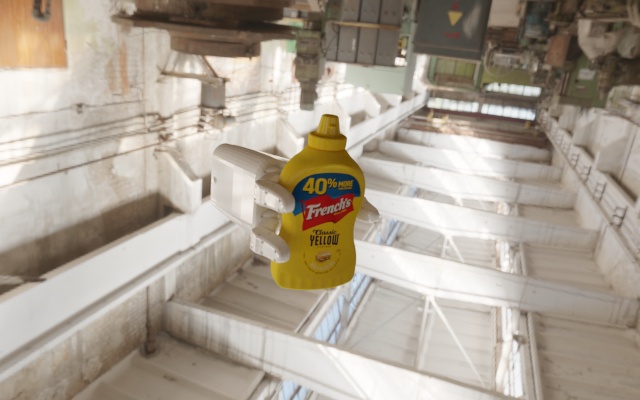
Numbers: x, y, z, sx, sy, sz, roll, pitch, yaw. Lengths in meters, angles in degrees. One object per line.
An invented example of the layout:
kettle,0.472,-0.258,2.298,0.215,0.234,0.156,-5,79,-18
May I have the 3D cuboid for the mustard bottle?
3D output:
mustard bottle,0.000,0.002,0.524,0.096,0.192,0.058,0,20,-19
